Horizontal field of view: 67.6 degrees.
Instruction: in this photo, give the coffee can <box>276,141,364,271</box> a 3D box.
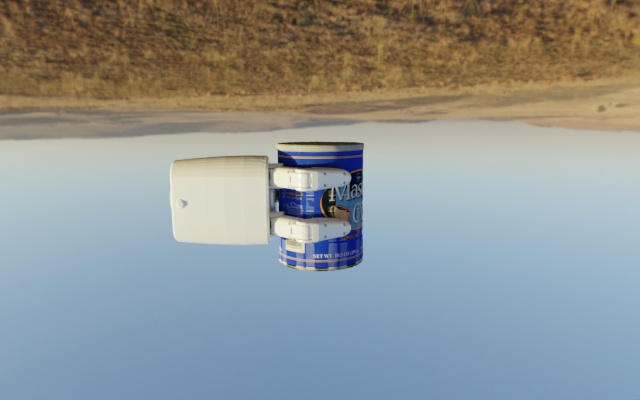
[{"bbox_3d":[0.000,0.002,0.569,0.103,0.140,0.103,0,9,0],"label":"coffee can"}]
